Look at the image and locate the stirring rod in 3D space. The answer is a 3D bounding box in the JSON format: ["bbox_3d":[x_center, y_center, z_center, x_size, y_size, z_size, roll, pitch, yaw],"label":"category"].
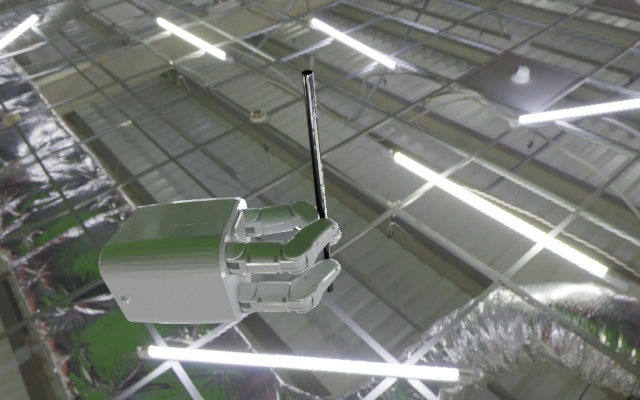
[{"bbox_3d":[0.000,0.001,0.409,0.011,0.240,0.011,-3,42,3],"label":"stirring rod"}]
